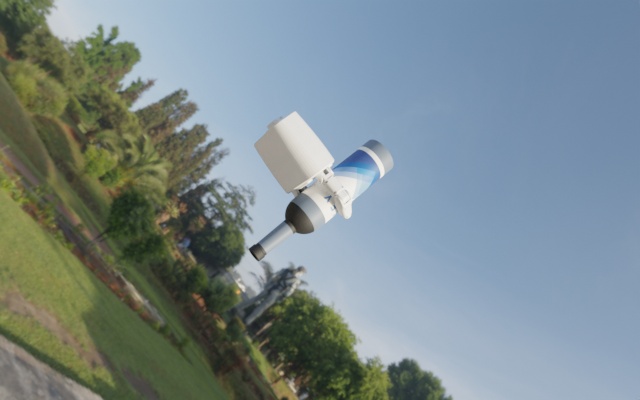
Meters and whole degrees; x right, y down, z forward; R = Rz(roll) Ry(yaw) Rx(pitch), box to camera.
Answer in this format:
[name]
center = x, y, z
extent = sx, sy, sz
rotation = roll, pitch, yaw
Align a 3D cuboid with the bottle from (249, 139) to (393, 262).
[bottle]
center = 0.000, 0.003, 0.824
extent = 0.295, 0.069, 0.069
rotation = -38, 14, -19
